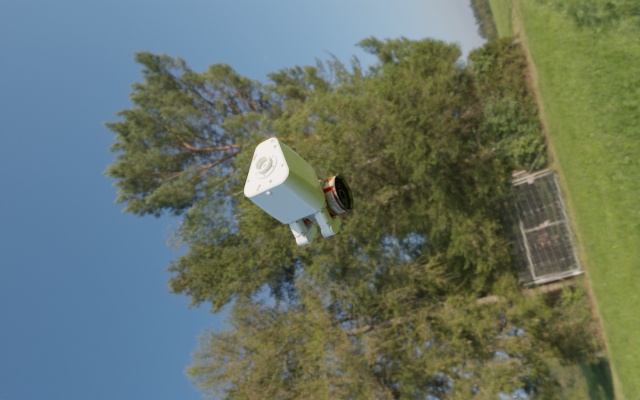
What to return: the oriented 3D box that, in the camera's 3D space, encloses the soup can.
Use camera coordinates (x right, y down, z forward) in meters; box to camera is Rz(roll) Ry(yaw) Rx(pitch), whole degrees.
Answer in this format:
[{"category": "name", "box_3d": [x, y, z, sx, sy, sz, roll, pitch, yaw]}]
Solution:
[{"category": "soup can", "box_3d": [0.000, 0.003, 0.877, 0.102, 0.068, 0.068, -22, -10, 26]}]
